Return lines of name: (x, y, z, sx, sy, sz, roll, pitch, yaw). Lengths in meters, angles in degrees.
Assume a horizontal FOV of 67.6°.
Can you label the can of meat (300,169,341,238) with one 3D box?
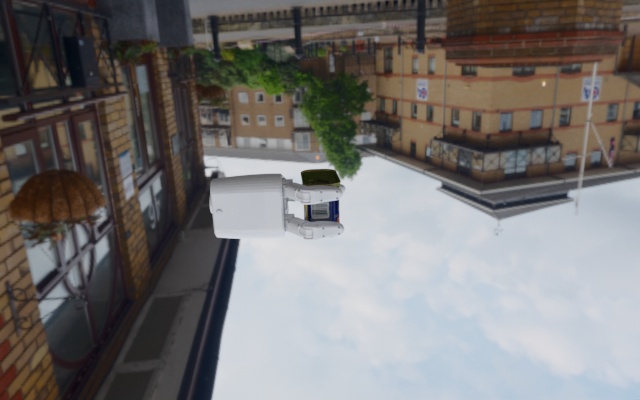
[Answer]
can of meat: (0.000, 0.003, 0.743, 0.057, 0.084, 0.102, -3, 17, -4)
